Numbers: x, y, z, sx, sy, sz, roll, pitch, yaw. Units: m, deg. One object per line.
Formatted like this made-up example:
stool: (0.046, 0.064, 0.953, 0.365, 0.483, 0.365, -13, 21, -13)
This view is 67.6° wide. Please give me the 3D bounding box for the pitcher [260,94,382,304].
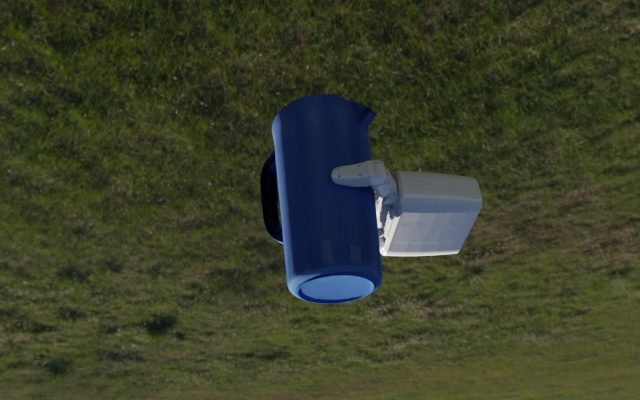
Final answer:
pitcher: (0.000, 0.002, 0.602, 0.145, 0.242, 0.149, 2, -32, -10)
